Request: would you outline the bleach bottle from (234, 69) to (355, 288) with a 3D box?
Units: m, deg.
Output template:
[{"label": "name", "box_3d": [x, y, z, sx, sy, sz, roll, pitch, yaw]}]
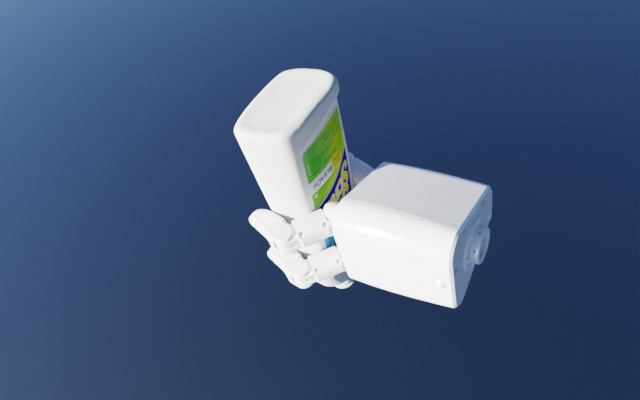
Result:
[{"label": "bleach bottle", "box_3d": [0.000, 0.002, 0.485, 0.068, 0.102, 0.251, 14, -37, 30]}]
